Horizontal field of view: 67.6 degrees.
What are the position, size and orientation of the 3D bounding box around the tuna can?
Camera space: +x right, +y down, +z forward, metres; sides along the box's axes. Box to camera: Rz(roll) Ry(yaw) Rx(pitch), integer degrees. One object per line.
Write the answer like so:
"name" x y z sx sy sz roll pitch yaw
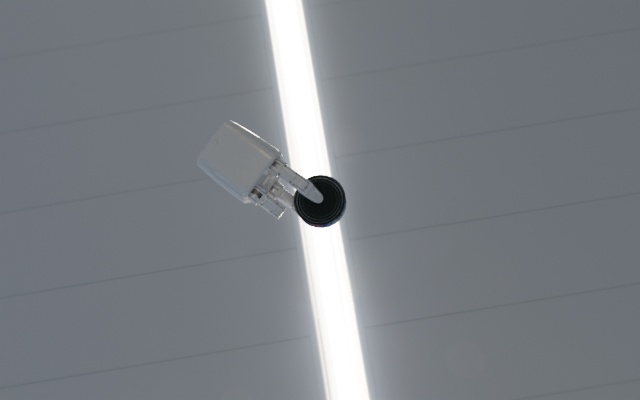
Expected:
"tuna can" 0.000 0.003 0.792 0.086 0.086 0.034 0 -14 7
